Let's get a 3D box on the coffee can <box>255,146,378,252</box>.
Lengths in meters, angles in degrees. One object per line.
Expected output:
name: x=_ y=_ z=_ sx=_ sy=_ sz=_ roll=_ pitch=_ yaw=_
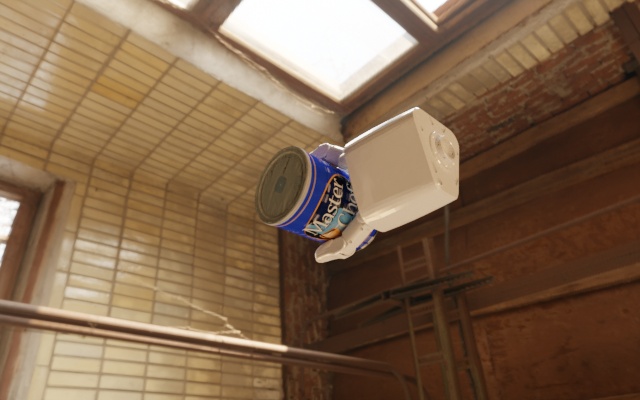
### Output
coffee can: x=0.000 y=0.002 z=0.629 sx=0.140 sy=0.102 sz=0.103 roll=24 pitch=-15 yaw=-38
